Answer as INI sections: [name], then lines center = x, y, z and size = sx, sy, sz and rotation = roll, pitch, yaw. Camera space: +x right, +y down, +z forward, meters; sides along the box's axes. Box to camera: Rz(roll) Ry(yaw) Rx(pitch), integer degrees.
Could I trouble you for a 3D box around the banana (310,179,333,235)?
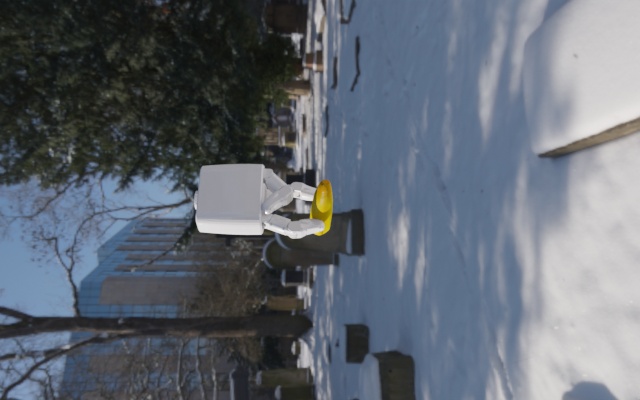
[banana]
center = 0.000, 0.022, 0.827
size = 0.037, 0.069, 0.198
rotation = 1, -13, -1
